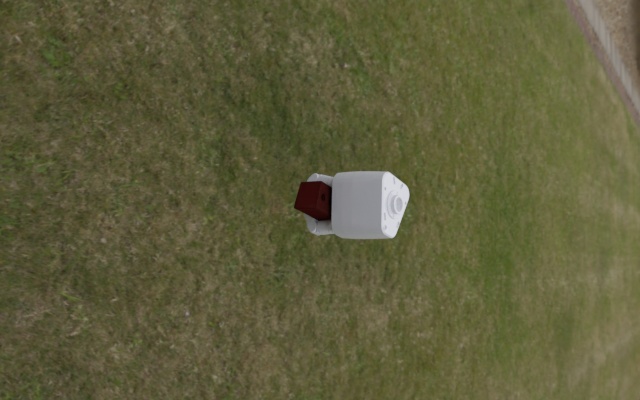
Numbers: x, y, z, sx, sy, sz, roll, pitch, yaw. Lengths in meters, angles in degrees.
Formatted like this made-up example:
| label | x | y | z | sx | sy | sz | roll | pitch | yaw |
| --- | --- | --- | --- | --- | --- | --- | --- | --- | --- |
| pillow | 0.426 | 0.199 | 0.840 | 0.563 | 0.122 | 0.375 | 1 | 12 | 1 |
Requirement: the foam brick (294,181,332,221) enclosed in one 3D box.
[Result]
| label | x | y | z | sx | sy | sz | roll | pitch | yaw |
| --- | --- | --- | --- | --- | --- | --- | --- | --- | --- |
| foam brick | 0.000 | 0.003 | 0.866 | 0.051 | 0.053 | 0.078 | -1 | -21 | 40 |
